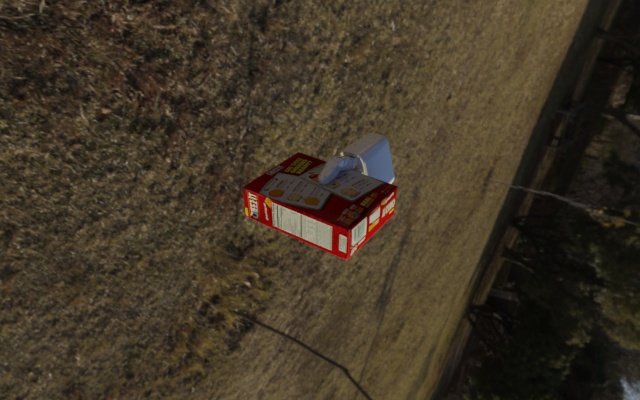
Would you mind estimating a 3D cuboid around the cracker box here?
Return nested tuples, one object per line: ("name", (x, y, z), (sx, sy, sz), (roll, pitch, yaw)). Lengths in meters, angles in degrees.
("cracker box", (0.000, 0.003, 0.827), (0.213, 0.072, 0.164), (20, 37, 27))
